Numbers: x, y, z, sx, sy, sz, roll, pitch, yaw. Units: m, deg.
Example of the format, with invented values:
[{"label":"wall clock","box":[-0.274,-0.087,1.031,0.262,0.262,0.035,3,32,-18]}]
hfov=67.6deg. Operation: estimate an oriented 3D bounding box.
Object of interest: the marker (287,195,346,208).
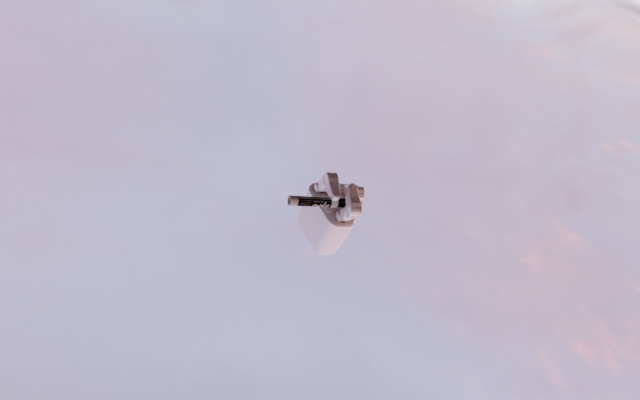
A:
[{"label":"marker","box":[0.000,0.003,0.865,0.121,0.020,0.020,2,-1,-22]}]
